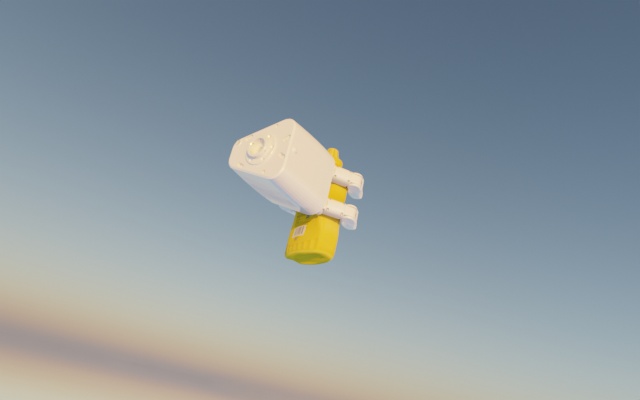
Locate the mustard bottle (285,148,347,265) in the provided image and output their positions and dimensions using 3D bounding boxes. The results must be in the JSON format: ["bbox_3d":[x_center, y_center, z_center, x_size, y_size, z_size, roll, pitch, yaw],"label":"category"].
[{"bbox_3d":[0.000,0.003,0.756,0.058,0.191,0.096,25,-26,-27],"label":"mustard bottle"}]
